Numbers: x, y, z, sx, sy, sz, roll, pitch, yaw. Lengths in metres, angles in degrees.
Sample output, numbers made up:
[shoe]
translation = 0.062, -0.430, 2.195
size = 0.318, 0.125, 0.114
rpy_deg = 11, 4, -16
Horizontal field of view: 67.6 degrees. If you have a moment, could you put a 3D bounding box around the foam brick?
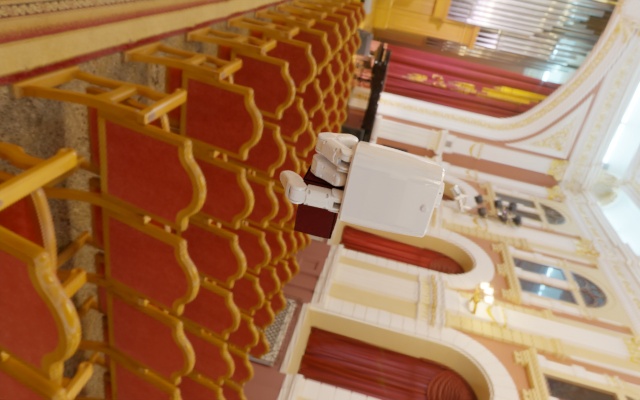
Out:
[foam brick]
translation = 0.000, 0.002, 0.625
size = 0.051, 0.078, 0.053
rpy_deg = 14, 27, 4
